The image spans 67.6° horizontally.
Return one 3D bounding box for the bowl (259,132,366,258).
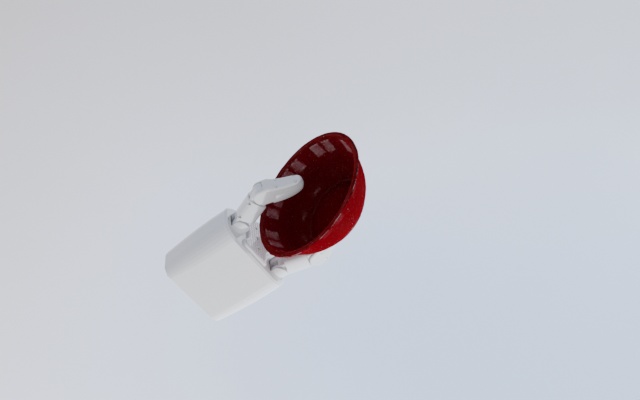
[{"bbox_3d":[0.001,0.001,0.560,0.055,0.162,0.162,32,-19,-33],"label":"bowl"}]
